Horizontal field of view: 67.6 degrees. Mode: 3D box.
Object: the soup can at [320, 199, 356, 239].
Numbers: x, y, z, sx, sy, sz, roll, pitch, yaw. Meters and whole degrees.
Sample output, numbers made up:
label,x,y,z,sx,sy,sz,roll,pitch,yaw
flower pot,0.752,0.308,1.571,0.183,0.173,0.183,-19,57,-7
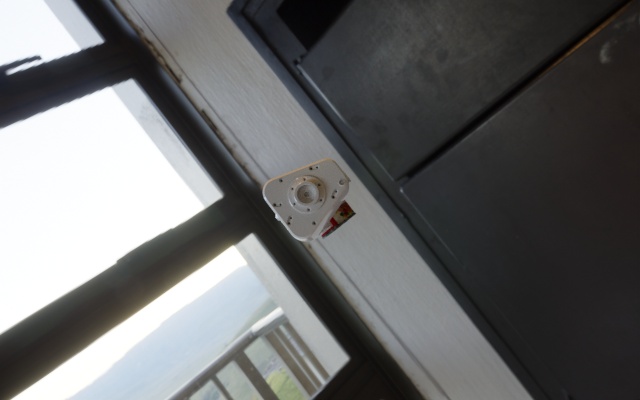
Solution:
label,x,y,z,sx,sy,sz,roll,pitch,yaw
soup can,0.000,0.002,0.776,0.068,0.102,0.068,-38,-4,-3
